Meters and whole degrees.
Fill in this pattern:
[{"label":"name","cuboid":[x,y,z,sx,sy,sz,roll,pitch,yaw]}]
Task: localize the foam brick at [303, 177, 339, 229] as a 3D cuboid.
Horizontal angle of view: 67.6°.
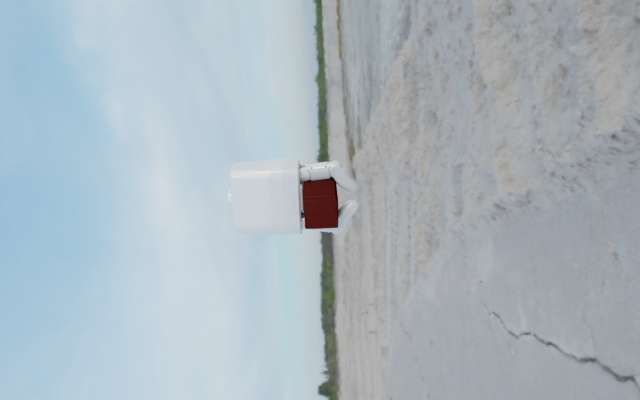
[{"label":"foam brick","cuboid":[0.000,0.002,0.726,0.051,0.053,0.078,-2,26,0]}]
